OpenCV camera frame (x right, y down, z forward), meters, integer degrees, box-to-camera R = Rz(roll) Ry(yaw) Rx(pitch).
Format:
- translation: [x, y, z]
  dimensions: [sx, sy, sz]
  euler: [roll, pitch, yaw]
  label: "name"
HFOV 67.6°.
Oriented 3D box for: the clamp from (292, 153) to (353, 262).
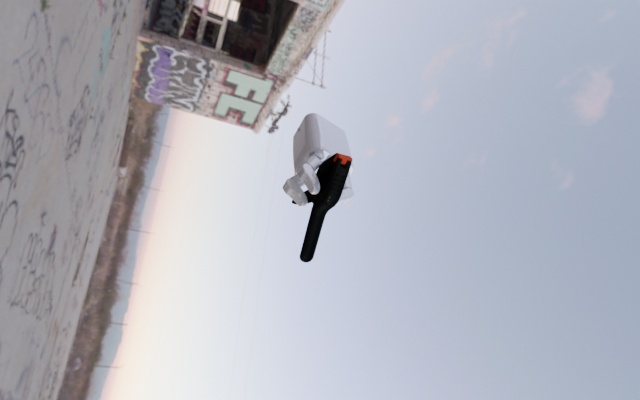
- translation: [0.001, 0.003, 0.878]
  dimensions: [0.036, 0.164, 0.210]
  euler: [12, -42, -24]
  label: "clamp"
